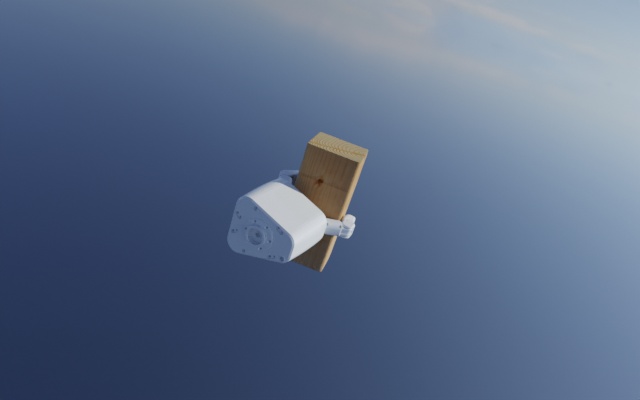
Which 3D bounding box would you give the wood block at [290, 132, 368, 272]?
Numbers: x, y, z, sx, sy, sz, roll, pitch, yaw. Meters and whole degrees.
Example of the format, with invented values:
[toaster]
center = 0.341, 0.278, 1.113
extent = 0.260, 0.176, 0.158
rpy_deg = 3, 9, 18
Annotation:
[wood block]
center = 0.000, 0.003, 0.811
extent = 0.091, 0.206, 0.090
rpy_deg = 22, 23, 6
